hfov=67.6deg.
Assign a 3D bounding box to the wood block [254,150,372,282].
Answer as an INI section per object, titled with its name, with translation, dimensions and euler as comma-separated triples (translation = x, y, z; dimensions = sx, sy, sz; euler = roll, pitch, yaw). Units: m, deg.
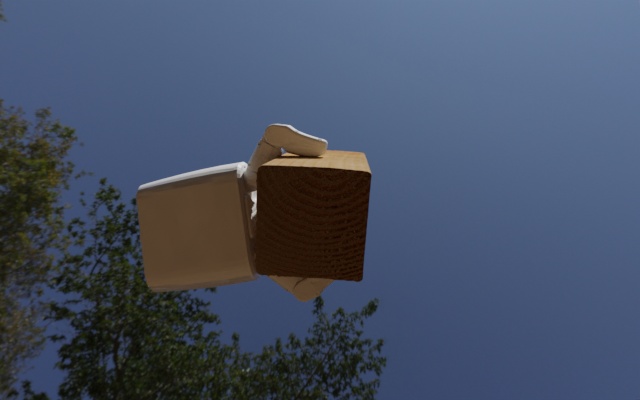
[wood block]
translation = 0.000, 0.001, 0.473
dimensions = 0.090, 0.091, 0.206
euler = 3, 10, 3
